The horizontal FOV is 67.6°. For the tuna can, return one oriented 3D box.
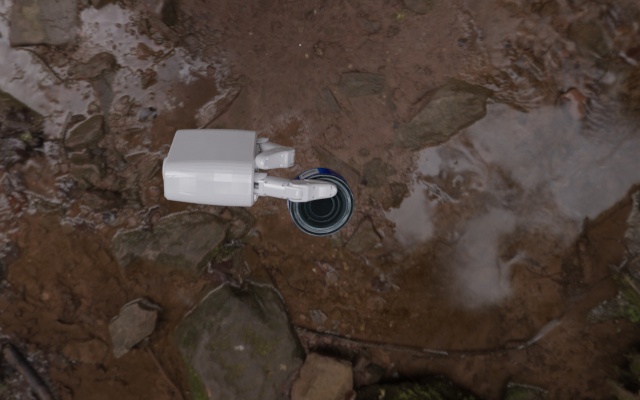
[{"bbox_3d":[0.000,0.002,0.617,0.086,0.086,0.033,0,18,-8],"label":"tuna can"}]
